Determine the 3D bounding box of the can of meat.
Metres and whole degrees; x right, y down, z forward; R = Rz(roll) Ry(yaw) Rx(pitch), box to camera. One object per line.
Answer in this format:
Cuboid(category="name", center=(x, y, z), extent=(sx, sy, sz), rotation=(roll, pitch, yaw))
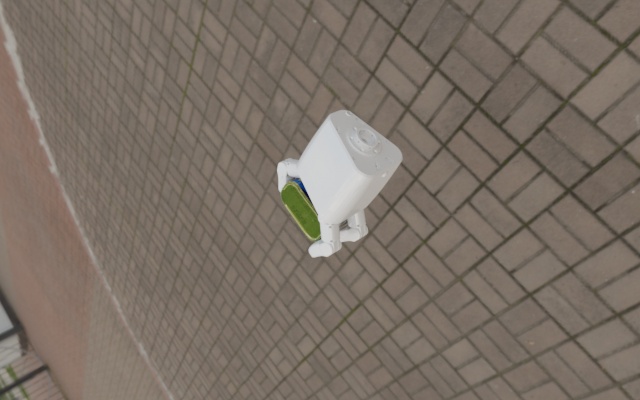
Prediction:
Cuboid(category="can of meat", center=(0.000, 0.002, 0.729), extent=(0.084, 0.102, 0.057), rotation=(-28, -14, -41))
